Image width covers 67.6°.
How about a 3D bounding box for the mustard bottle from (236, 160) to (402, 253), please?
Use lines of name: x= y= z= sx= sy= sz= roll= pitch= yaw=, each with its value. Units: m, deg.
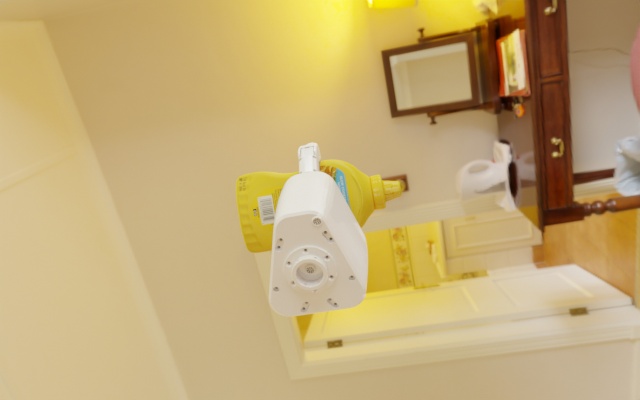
mustard bottle: x=0.000 y=0.002 z=0.571 sx=0.191 sy=0.096 sz=0.058 roll=-10 pitch=-4 yaw=7
